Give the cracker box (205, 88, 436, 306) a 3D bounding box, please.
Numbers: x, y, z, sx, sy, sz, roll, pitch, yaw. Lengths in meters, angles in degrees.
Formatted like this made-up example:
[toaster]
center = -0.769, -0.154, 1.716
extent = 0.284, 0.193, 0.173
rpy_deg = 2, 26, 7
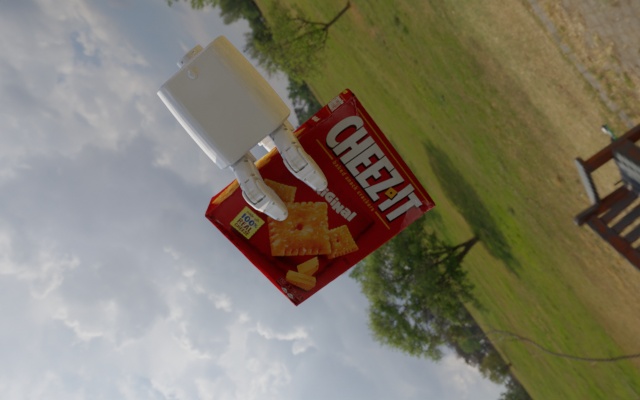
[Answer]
[cracker box]
center = 0.000, 0.002, 0.565
extent = 0.214, 0.164, 0.072
rpy_deg = -37, 19, 10
